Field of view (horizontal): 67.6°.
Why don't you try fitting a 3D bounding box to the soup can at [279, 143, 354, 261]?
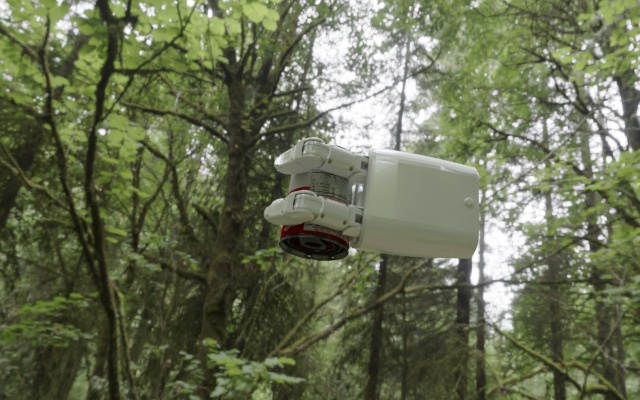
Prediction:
[{"bbox_3d":[0.000,0.001,0.479,0.068,0.102,0.068,7,-24,3],"label":"soup can"}]
